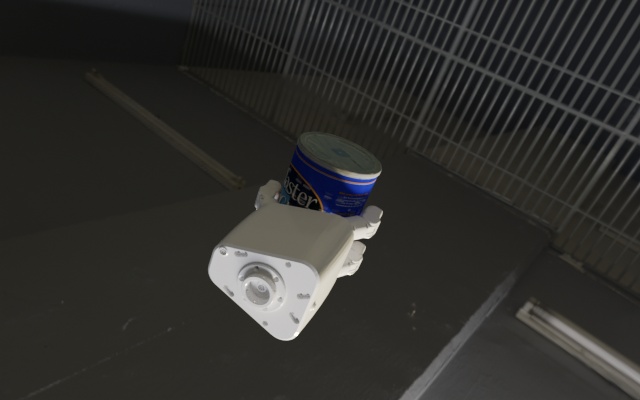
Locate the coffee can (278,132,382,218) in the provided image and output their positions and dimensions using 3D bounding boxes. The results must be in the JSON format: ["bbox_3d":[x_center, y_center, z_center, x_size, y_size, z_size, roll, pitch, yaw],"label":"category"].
[{"bbox_3d":[0.000,0.002,0.579,0.103,0.140,0.102,18,26,-9],"label":"coffee can"}]
